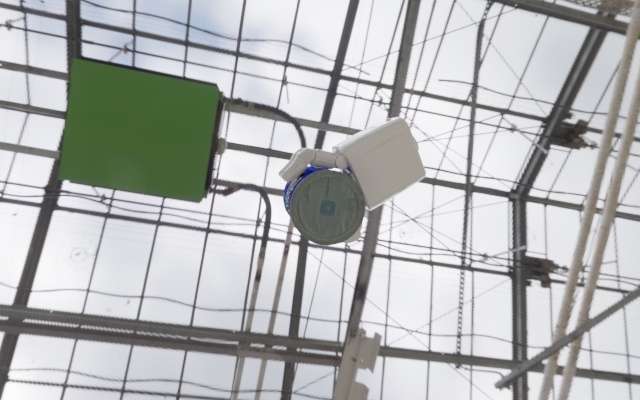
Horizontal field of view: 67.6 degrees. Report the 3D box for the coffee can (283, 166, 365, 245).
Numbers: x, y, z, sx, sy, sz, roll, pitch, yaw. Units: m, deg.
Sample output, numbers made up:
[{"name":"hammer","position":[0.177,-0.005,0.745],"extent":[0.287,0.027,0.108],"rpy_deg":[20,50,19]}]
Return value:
[{"name":"coffee can","position":[0.000,0.002,0.708],"extent":[0.103,0.103,0.140],"rpy_deg":[0,7,-9]}]
